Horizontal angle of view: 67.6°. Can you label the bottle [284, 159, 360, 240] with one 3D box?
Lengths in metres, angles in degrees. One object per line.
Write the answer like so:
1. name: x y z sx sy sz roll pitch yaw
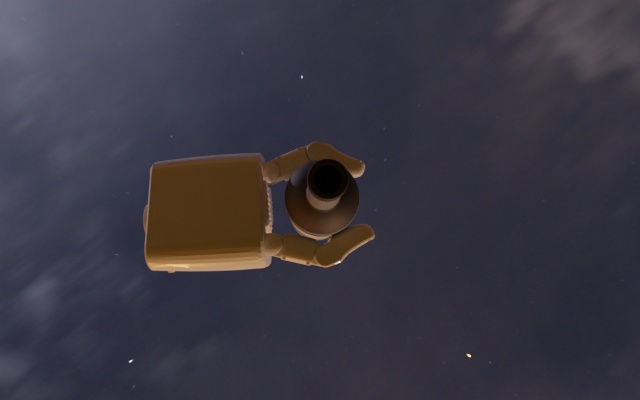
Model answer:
1. bottle: 0.000 0.001 0.456 0.069 0.069 0.296 0 -6 -2
